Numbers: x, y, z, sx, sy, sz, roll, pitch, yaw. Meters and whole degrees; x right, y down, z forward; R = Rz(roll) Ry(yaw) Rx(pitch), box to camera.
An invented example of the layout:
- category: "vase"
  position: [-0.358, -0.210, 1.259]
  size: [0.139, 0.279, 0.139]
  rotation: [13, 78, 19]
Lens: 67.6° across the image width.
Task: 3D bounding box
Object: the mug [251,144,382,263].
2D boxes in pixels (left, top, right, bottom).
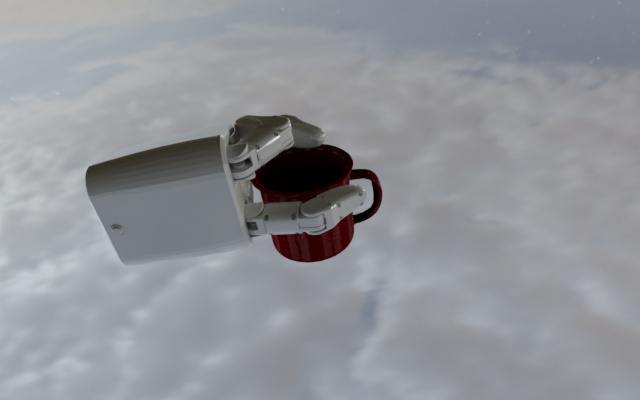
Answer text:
- category: "mug"
  position: [0.002, 0.001, 0.450]
  size: [0.117, 0.082, 0.093]
  rotation: [-10, 33, -1]
